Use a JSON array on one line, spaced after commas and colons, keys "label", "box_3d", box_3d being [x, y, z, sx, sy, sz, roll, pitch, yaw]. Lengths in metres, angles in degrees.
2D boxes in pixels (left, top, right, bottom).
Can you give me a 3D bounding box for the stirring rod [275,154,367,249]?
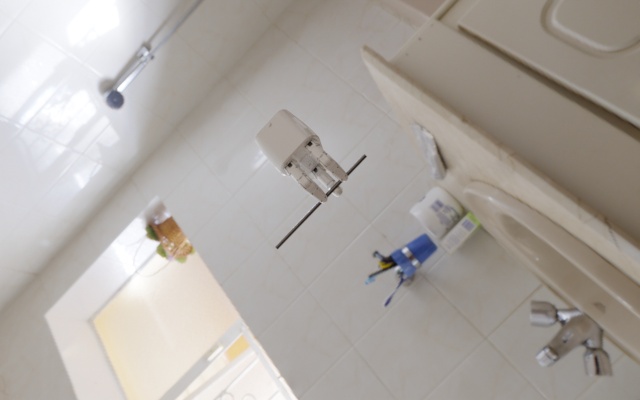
[{"label": "stirring rod", "box_3d": [0.000, 0.003, 0.890, 0.011, 0.239, 0.011, 44, 4, -4]}]
